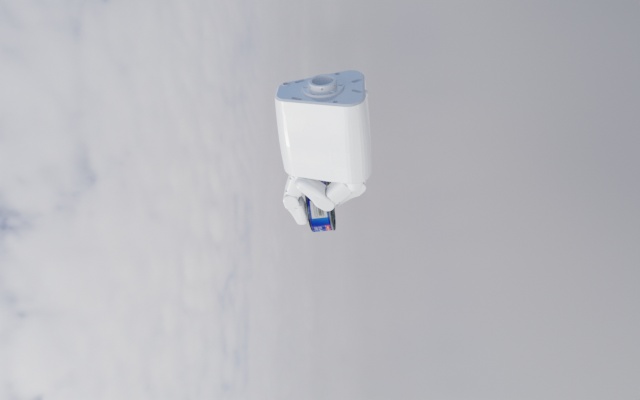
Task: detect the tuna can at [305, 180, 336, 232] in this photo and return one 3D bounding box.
[{"bbox_3d":[0.000,0.002,0.687,0.034,0.086,0.086,-6,-1,6],"label":"tuna can"}]
